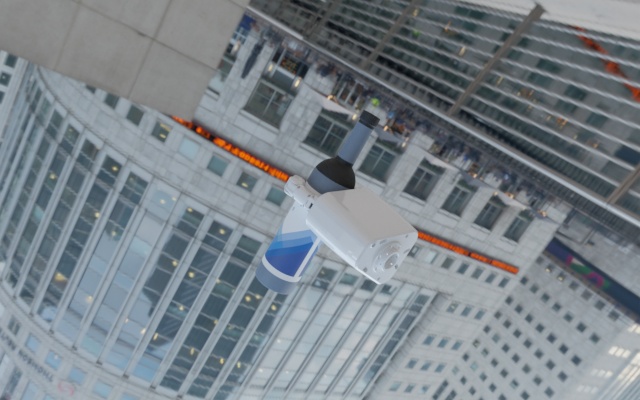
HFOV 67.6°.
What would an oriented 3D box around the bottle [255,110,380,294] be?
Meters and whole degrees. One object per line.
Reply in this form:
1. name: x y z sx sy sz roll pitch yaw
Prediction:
1. bottle: 0.000 0.002 0.705 0.069 0.296 0.069 28 15 -8
